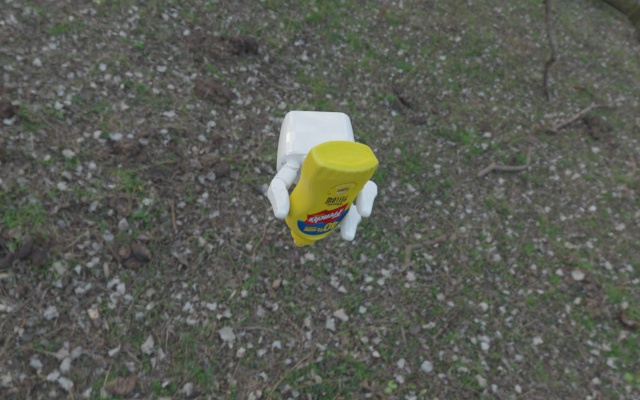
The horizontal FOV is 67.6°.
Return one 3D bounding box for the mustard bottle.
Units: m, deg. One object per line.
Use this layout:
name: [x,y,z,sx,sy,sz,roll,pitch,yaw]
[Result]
mustard bottle: [0.000,0.002,0.669,0.096,0.058,0.192,-7,-36,-31]
